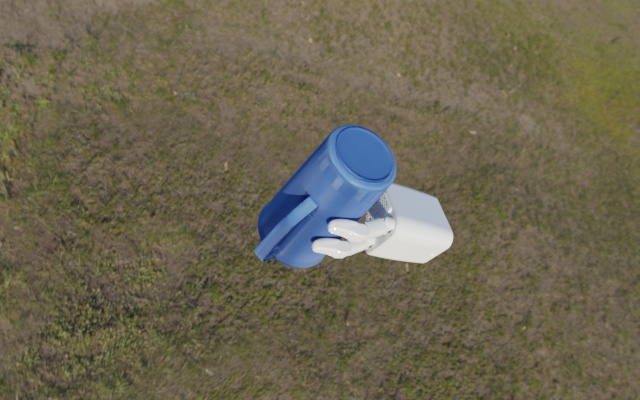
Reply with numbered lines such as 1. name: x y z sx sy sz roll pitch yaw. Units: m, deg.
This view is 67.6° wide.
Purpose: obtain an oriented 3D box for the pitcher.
1. pitcher: 0.000 0.002 0.719 0.145 0.149 0.243 15 -36 -21
